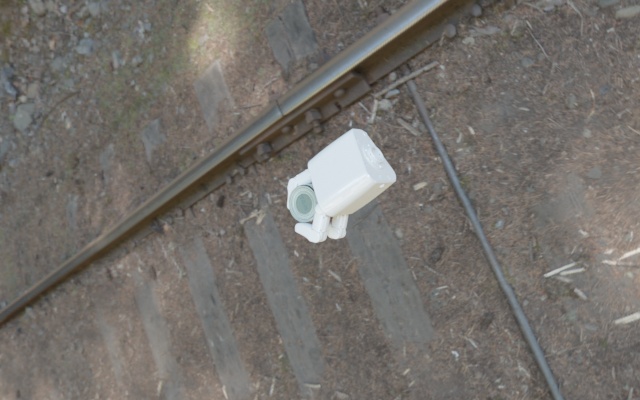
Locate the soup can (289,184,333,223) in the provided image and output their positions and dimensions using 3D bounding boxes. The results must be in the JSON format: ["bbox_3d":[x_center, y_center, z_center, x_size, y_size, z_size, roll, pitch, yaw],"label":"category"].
[{"bbox_3d":[0.000,0.003,0.859,0.068,0.068,0.102,0,4,37],"label":"soup can"}]
